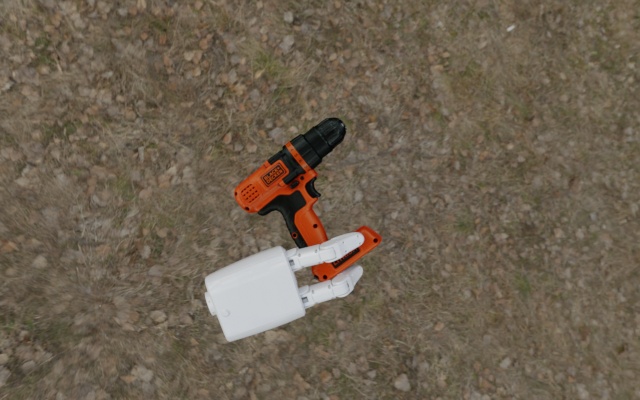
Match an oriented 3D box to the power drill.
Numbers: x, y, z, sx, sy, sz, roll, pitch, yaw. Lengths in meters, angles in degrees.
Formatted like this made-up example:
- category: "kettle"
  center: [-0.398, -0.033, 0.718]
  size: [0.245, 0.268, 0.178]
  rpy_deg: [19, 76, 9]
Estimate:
- category: "power drill"
  center: [0.000, 0.003, 0.661]
  size: [0.184, 0.187, 0.057]
  rpy_deg: [-38, -5, 6]
